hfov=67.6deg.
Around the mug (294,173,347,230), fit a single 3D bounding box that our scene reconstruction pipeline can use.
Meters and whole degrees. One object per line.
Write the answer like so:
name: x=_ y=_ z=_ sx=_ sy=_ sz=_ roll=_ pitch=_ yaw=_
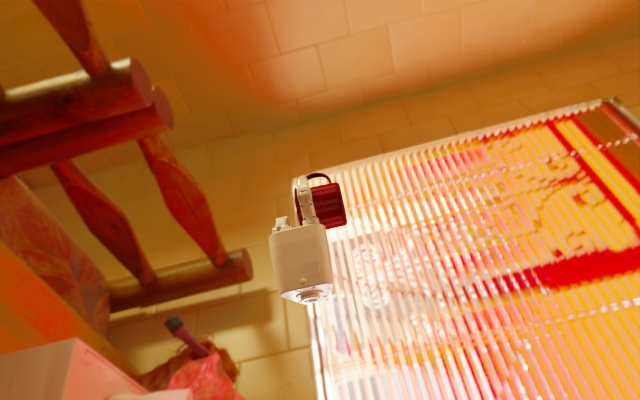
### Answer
mug: x=0.000 y=0.002 z=0.871 sx=0.081 sy=0.117 sz=0.093 roll=-12 pitch=-25 yaw=4
